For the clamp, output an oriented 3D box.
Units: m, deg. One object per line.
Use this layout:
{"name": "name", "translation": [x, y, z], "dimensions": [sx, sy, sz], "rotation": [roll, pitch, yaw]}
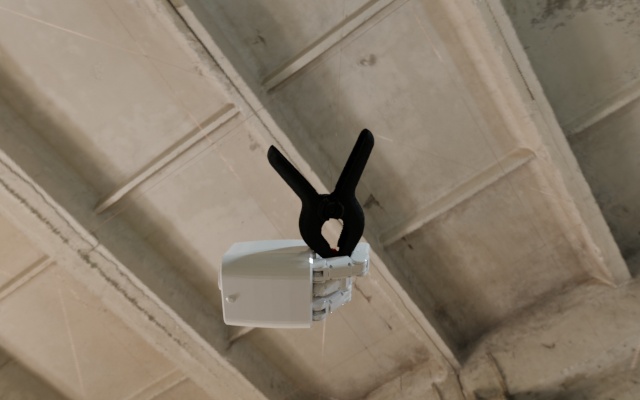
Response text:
{"name": "clamp", "translation": [0.000, 0.002, 0.557], "dimensions": [0.120, 0.171, 0.039], "rotation": [-1, 19, -3]}
